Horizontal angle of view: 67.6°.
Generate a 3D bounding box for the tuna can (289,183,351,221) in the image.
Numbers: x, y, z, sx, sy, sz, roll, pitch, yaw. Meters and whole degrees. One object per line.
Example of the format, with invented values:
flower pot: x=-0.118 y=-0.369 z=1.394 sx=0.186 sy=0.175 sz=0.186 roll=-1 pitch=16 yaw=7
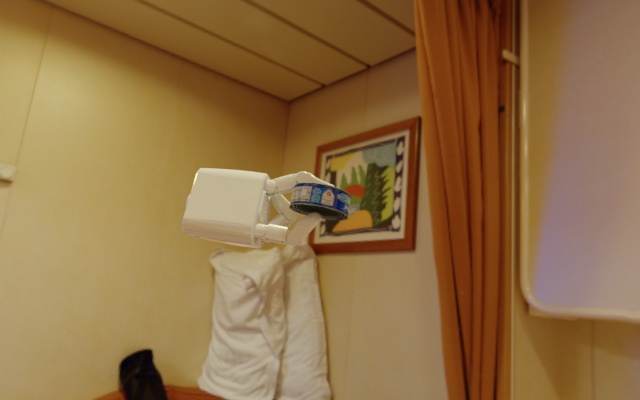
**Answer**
tuna can: x=0.000 y=0.002 z=0.686 sx=0.086 sy=0.033 sz=0.086 roll=10 pitch=-12 yaw=2
